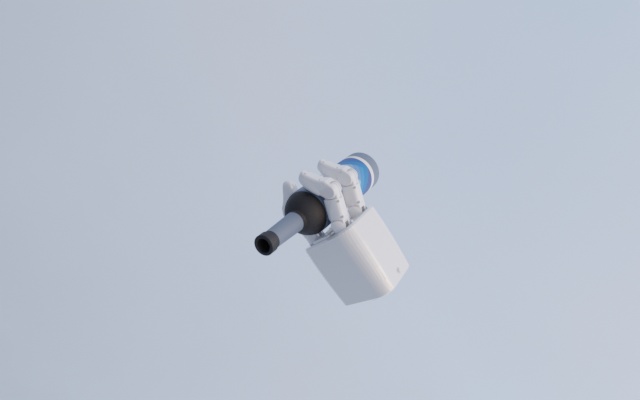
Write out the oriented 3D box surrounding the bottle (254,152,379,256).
[{"bbox_3d":[0.000,0.002,0.690,0.069,0.069,0.295,0,21,30],"label":"bottle"}]
